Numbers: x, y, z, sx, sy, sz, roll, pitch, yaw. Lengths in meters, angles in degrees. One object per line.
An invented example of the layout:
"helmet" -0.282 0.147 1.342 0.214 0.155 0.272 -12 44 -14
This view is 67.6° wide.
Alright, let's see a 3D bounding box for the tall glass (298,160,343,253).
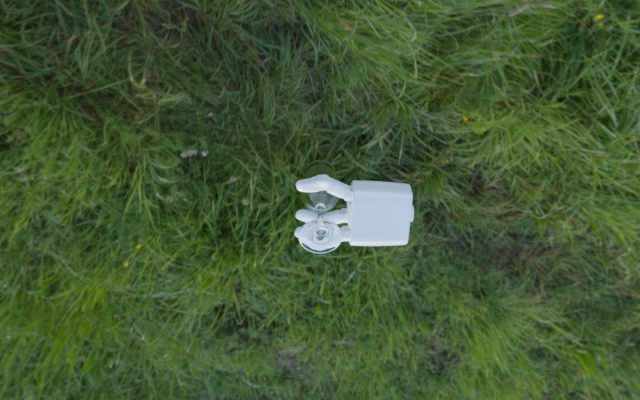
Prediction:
"tall glass" 0.000 0.003 0.877 0.079 0.079 0.201 0 36 0
